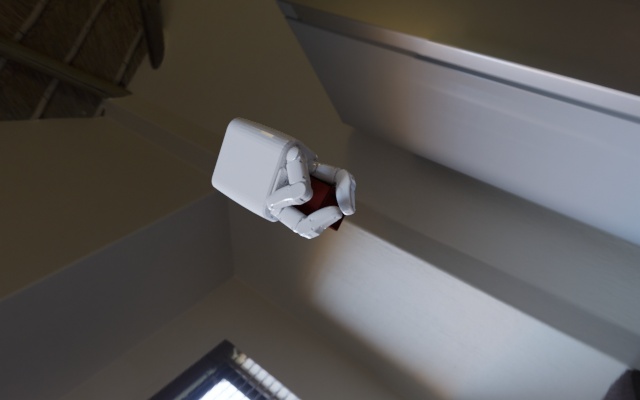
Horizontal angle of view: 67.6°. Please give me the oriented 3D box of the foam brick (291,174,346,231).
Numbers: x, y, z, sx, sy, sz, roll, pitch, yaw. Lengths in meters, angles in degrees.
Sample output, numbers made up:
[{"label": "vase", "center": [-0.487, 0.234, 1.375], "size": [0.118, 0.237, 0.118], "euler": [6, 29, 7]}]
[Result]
[{"label": "foam brick", "center": [0.000, 0.002, 0.661], "size": [0.051, 0.053, 0.078], "euler": [26, -4, 28]}]
